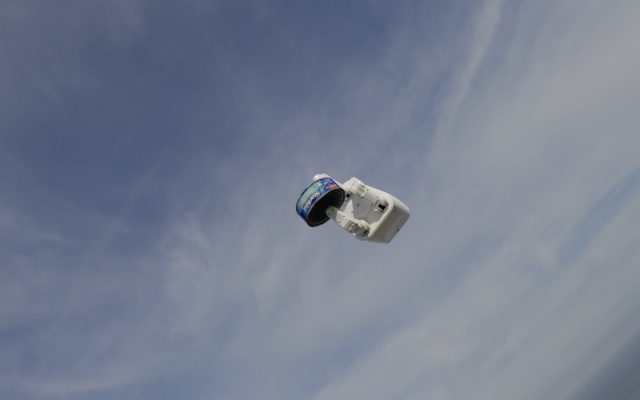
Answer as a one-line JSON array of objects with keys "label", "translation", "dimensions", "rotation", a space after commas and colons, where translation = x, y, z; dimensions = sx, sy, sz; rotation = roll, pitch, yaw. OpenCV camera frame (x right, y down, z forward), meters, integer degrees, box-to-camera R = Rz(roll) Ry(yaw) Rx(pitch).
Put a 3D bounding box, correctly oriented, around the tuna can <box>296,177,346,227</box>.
[{"label": "tuna can", "translation": [0.000, 0.002, 0.809], "dimensions": [0.033, 0.086, 0.086], "rotation": [45, 24, 27]}]
